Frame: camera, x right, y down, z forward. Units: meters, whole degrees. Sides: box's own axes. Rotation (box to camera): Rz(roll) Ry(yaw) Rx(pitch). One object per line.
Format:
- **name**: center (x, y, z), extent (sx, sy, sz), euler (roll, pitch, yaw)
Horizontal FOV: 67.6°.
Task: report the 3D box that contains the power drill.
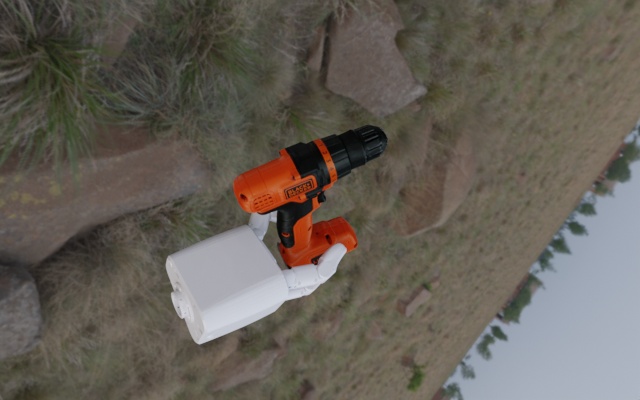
- **power drill**: center (0.000, 0.002, 0.591), extent (0.184, 0.057, 0.188), euler (-22, -40, -8)
